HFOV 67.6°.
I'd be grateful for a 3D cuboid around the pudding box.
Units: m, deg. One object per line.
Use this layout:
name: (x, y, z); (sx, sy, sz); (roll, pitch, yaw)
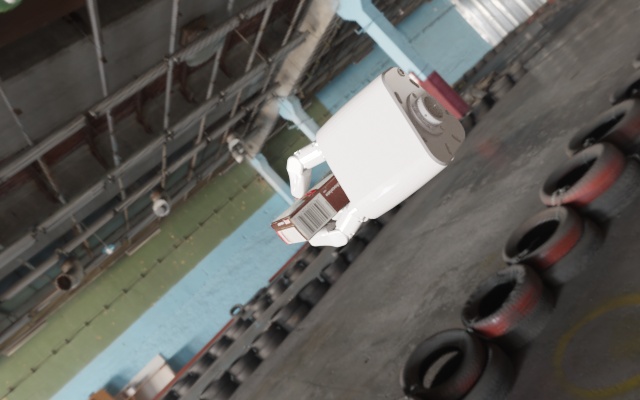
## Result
pudding box: (0.000, 0.002, 0.571); (0.113, 0.039, 0.090); (-41, 6, -20)
